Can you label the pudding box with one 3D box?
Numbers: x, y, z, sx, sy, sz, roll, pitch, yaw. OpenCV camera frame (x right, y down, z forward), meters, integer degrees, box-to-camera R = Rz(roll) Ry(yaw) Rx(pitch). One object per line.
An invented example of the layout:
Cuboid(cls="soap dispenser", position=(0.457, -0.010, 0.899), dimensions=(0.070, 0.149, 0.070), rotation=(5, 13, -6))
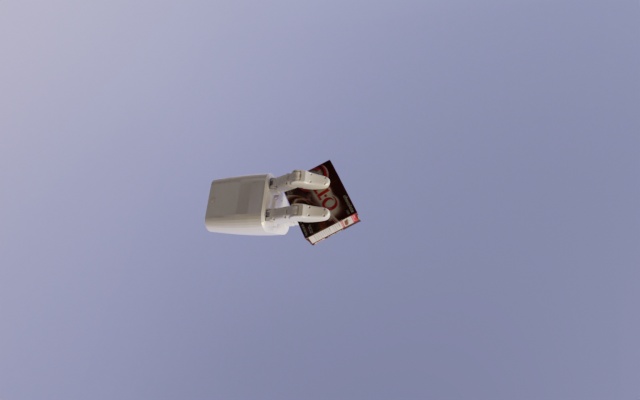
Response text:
Cuboid(cls="pudding box", position=(0.000, 0.003, 0.756), dimensions=(0.090, 0.113, 0.039), rotation=(-28, -29, 3))
